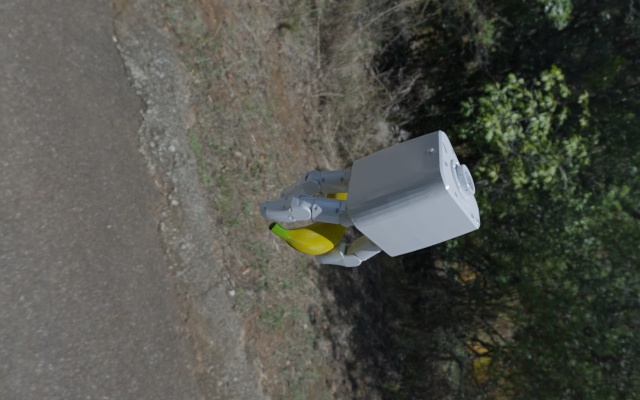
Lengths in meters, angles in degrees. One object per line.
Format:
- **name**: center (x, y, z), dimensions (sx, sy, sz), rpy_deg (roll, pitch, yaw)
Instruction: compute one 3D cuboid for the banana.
- **banana**: center (0.007, 0.020, 0.601), dimensions (0.037, 0.069, 0.197), rpy_deg (-23, 9, 29)
